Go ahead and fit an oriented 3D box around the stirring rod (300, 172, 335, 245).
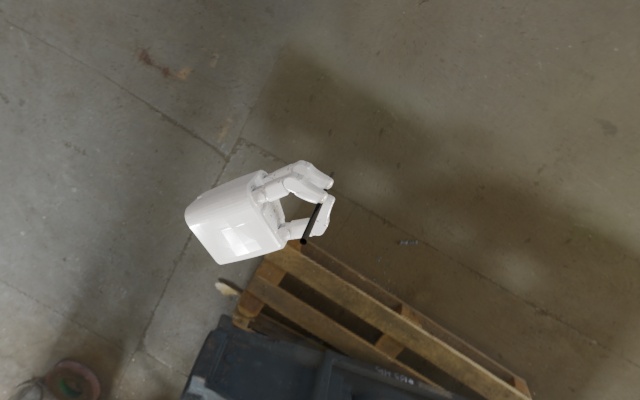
[{"bbox_3d":[0.000,0.002,0.637,0.011,0.011,0.239,0,21,10],"label":"stirring rod"}]
